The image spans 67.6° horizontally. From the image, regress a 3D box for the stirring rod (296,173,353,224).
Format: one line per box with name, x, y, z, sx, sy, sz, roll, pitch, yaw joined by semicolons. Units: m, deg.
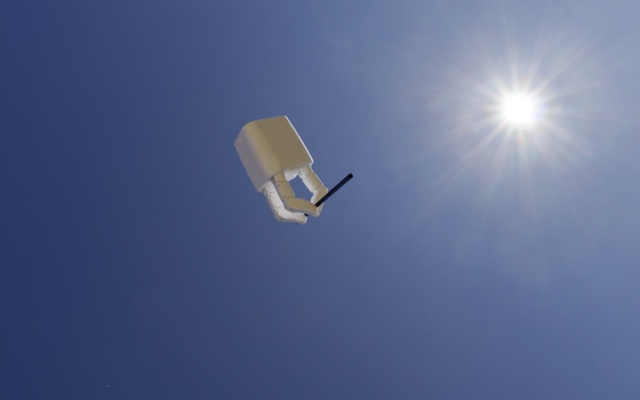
stirring rod;0.000;0.003;0.830;0.011;0.011;0.240;0;-20;-24
